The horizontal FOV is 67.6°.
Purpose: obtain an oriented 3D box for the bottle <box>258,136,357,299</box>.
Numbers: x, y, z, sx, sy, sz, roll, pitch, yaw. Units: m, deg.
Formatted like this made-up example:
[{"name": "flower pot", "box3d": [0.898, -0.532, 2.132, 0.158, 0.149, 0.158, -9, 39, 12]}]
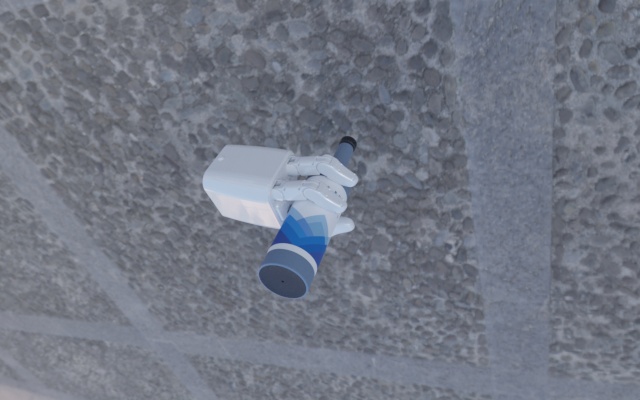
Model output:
[{"name": "bottle", "box3d": [0.000, 0.002, 0.679, 0.069, 0.069, 0.295, 0, 41, 25]}]
